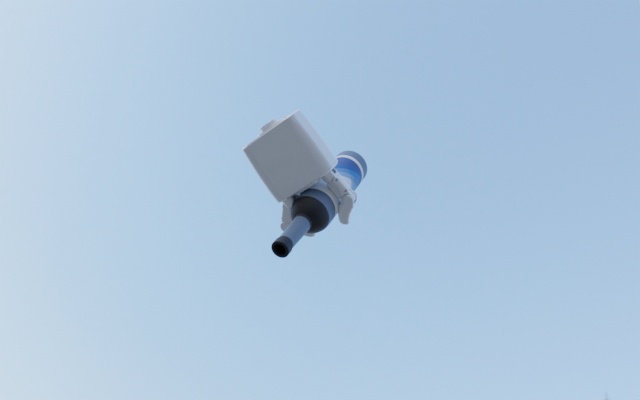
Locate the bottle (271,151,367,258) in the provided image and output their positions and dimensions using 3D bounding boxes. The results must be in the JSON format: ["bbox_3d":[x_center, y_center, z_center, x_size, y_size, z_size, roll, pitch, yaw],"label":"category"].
[{"bbox_3d":[0.000,0.002,0.779,0.069,0.069,0.295,0,27,25],"label":"bottle"}]
